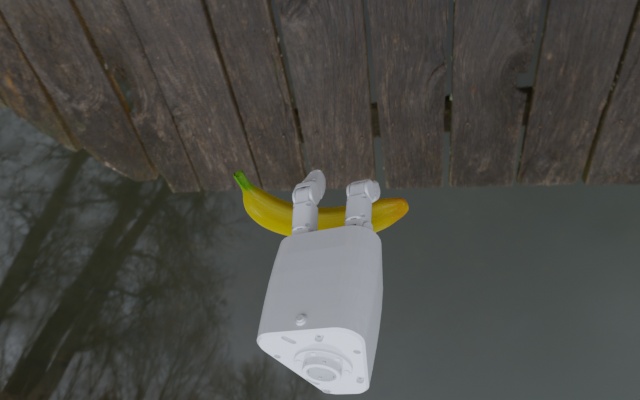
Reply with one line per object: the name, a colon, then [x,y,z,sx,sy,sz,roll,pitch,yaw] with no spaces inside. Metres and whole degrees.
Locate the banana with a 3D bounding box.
banana: [-0.004,0.015,0.536,0.198,0.070,0.037,9,43,7]
